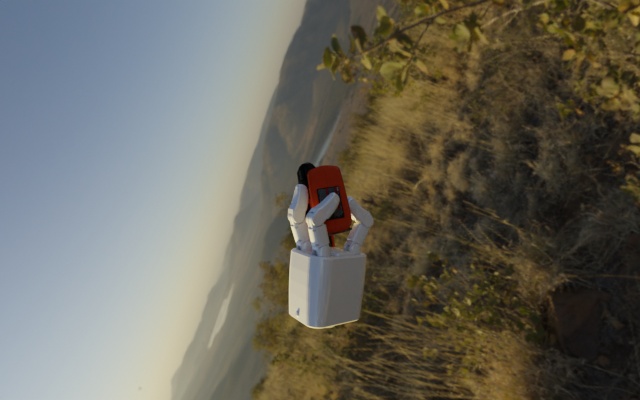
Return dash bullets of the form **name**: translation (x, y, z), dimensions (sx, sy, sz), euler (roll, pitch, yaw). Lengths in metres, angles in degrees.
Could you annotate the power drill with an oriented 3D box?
- **power drill**: translation (0.000, 0.003, 0.810), dimensions (0.057, 0.184, 0.188), euler (-12, -11, -9)
